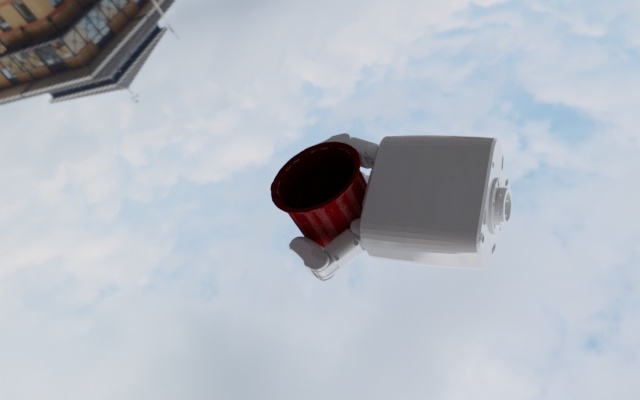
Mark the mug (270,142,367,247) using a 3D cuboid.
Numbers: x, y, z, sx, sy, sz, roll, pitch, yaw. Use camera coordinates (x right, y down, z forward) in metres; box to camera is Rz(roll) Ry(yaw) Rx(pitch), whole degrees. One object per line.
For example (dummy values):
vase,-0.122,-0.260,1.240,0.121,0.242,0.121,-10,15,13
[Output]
mug,-0.001,0.002,0.484,0.117,0.093,0.081,4,-38,35
